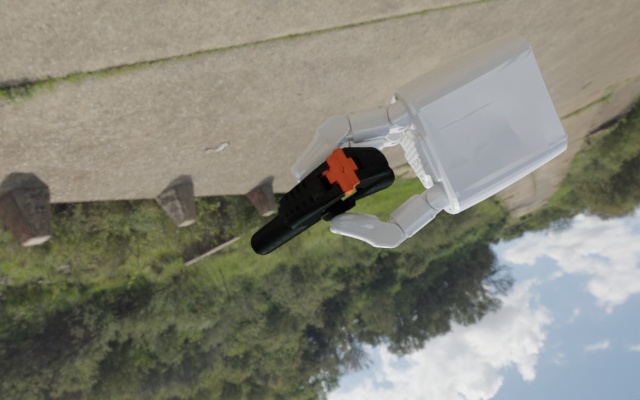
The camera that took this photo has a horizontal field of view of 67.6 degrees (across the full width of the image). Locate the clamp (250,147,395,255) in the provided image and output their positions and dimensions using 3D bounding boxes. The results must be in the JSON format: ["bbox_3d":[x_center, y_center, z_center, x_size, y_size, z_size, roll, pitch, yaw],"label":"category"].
[{"bbox_3d":[0.001,0.002,0.407,0.164,0.036,0.210,-30,-6,-1],"label":"clamp"}]
